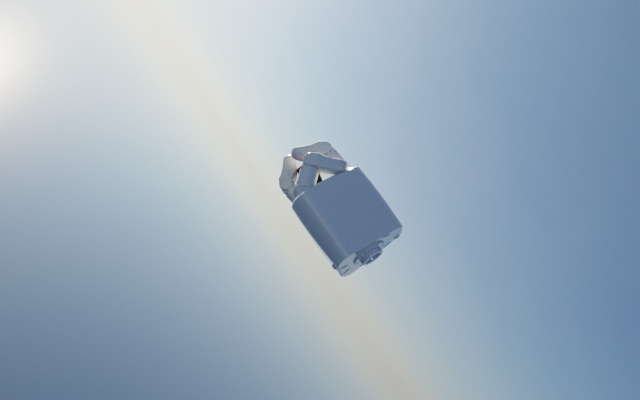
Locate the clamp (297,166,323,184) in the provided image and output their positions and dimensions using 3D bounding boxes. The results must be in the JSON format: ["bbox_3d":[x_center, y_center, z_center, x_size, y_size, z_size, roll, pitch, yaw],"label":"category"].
[{"bbox_3d":[0.001,0.002,0.748,0.039,0.120,0.171,-34,-22,-5],"label":"clamp"}]
